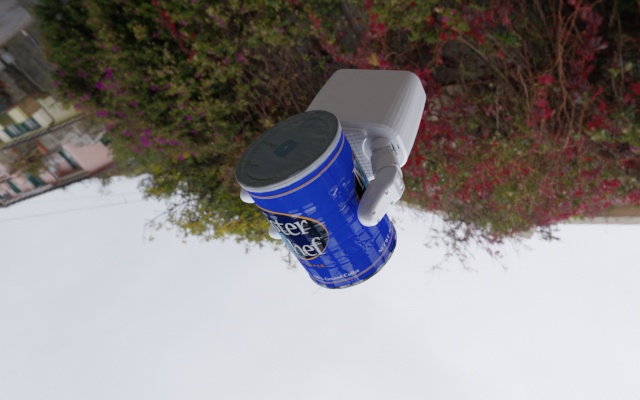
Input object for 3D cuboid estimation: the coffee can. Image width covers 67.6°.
[{"bbox_3d":[0.000,0.002,0.454,0.103,0.102,0.140,0,-45,38],"label":"coffee can"}]
